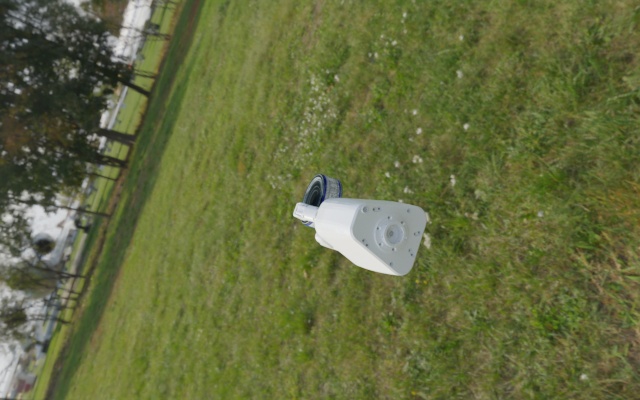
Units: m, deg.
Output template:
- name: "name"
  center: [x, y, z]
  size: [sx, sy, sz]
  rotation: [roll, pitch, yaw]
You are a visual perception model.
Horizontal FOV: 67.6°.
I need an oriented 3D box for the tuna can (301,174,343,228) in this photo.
- name: "tuna can"
  center: [0.000, 0.002, 0.757]
  size: [0.034, 0.086, 0.086]
  rotation: [18, -7, -20]
